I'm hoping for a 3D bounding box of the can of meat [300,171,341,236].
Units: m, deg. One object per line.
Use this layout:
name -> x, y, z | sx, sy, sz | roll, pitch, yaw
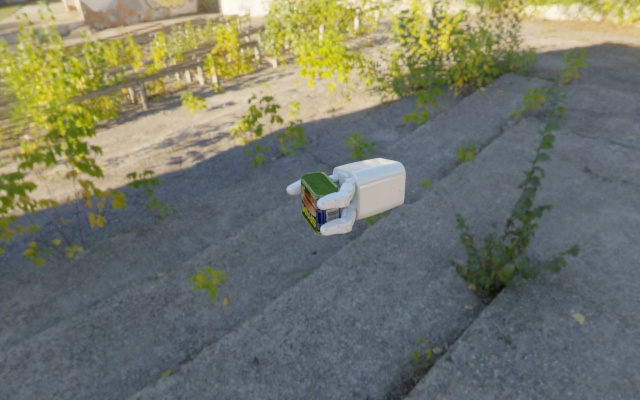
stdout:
can of meat -> 0.000, 0.003, 0.899 | 0.057, 0.084, 0.102 | -14, 33, -18
